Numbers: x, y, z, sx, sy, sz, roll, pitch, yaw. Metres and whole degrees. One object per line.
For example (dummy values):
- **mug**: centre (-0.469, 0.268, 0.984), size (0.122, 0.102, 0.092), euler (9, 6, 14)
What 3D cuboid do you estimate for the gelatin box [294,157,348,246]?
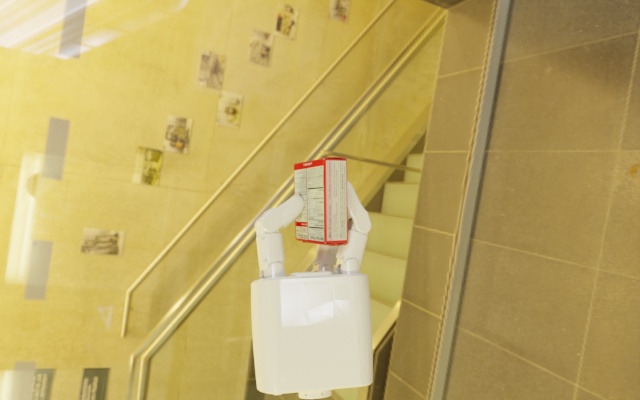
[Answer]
- **gelatin box**: centre (0.000, 0.001, 0.505), size (0.030, 0.089, 0.073), euler (-2, 0, -27)
